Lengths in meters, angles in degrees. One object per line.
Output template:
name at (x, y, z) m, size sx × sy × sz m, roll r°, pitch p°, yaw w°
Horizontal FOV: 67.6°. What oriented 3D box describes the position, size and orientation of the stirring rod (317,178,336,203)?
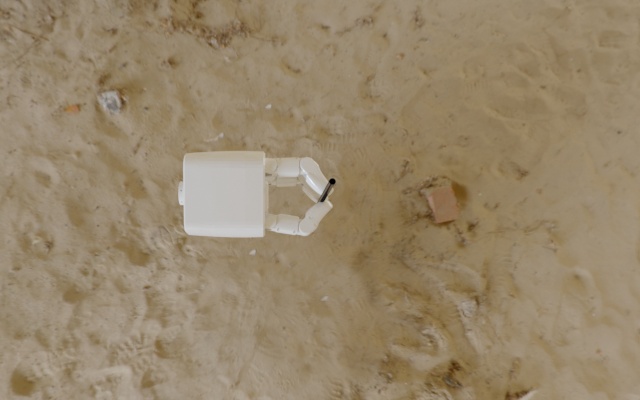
stirring rod at (0.000, 0.002, 0.676) m, size 0.011 × 0.011 × 0.239 m, roll 0°, pitch -12°, yaw -7°
